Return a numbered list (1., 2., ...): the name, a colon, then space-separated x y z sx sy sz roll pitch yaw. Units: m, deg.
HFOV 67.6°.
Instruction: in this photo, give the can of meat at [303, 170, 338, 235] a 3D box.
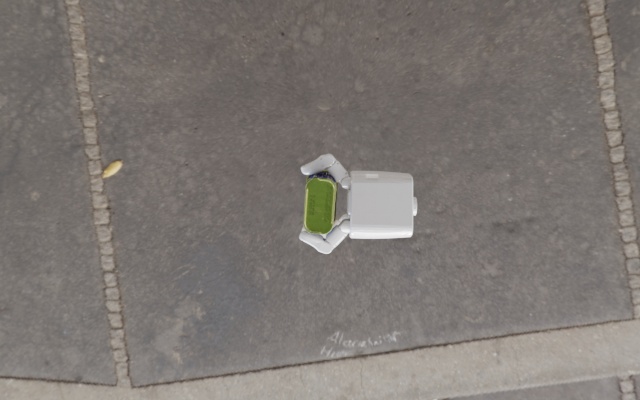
1. can of meat: 0.000 0.003 0.828 0.057 0.102 0.084 4 11 1
